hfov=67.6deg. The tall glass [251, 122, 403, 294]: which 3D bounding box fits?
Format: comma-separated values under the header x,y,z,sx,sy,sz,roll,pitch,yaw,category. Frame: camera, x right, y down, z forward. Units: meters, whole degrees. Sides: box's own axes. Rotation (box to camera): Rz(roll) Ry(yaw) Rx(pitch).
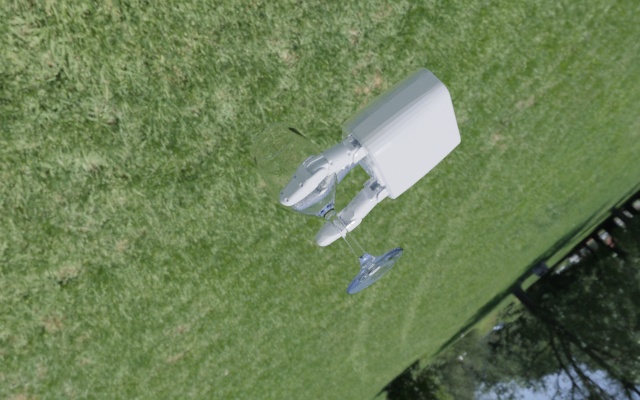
x,y,z,sx,sy,sz,roll,pitch,yaw,category
0.000,0.002,0.532,0.079,0.201,0.079,-32,-23,-16,tall glass
